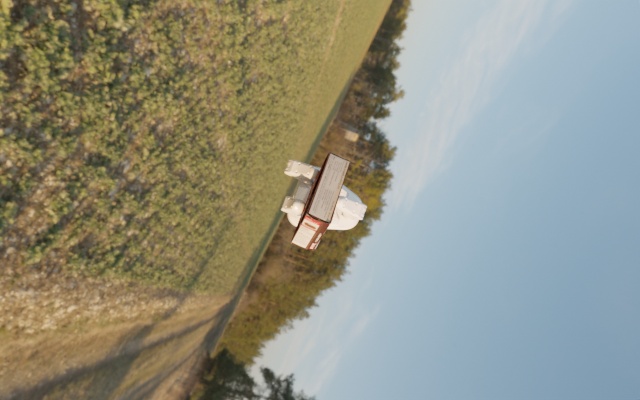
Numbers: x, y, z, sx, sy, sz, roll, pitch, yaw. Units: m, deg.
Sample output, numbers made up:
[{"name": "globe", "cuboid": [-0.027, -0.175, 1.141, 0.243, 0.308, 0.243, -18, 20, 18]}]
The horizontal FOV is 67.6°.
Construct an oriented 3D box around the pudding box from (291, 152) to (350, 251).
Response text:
[{"name": "pudding box", "cuboid": [0.000, 0.002, 0.671, 0.039, 0.113, 0.090, 20, -34, -5]}]
